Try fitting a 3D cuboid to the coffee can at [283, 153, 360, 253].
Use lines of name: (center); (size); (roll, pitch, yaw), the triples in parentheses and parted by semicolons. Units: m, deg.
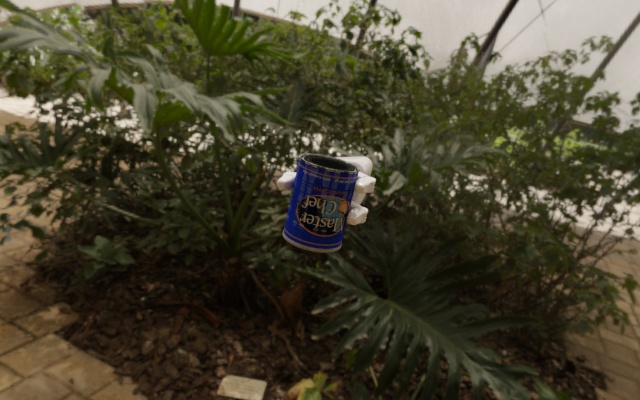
coffee can: (0.000, 0.003, 0.799); (0.103, 0.140, 0.102); (12, 16, -4)
